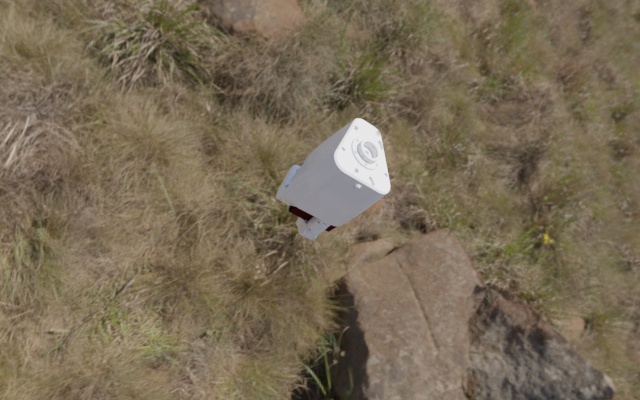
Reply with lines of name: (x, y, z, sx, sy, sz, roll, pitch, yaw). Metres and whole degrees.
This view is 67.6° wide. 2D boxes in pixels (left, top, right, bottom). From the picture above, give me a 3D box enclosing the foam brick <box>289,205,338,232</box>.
foam brick: (0.000, 0.002, 0.719, 0.078, 0.053, 0.051, 28, -40, -24)
